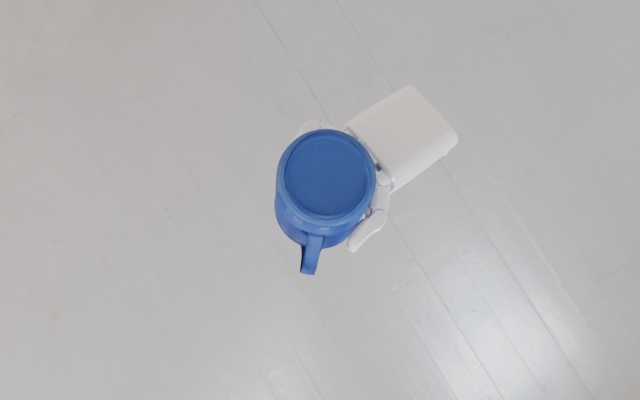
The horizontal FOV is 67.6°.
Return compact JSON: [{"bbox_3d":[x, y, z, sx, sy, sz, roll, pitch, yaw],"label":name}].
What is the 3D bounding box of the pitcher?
[{"bbox_3d":[0.000,0.002,0.619,0.145,0.149,0.243,-34,-5,-7],"label":"pitcher"}]
